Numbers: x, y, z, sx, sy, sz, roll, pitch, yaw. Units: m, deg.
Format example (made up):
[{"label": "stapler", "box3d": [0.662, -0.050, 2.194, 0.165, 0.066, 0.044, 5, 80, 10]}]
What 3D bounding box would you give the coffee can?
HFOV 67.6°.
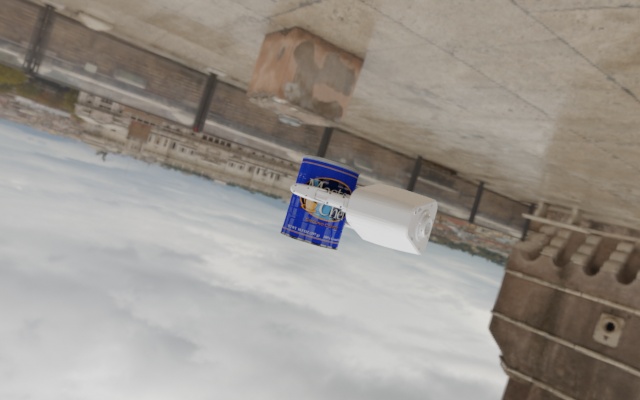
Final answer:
[{"label": "coffee can", "box3d": [0.000, 0.002, 0.818, 0.103, 0.140, 0.103, 17, -1, 0]}]
